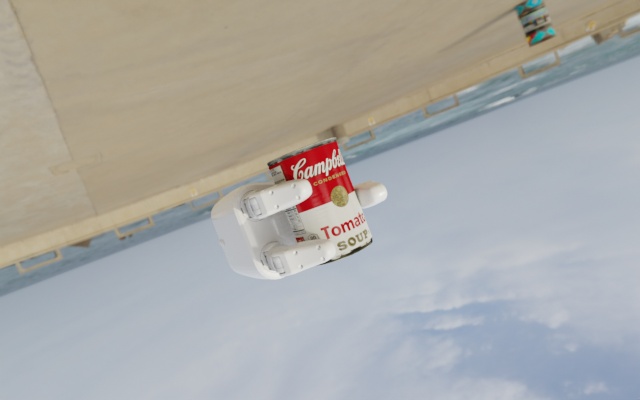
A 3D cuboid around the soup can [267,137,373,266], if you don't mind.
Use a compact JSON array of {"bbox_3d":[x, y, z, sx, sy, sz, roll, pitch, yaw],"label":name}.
[{"bbox_3d":[0.000,0.002,0.440,0.068,0.102,0.068,-21,3,1],"label":"soup can"}]
